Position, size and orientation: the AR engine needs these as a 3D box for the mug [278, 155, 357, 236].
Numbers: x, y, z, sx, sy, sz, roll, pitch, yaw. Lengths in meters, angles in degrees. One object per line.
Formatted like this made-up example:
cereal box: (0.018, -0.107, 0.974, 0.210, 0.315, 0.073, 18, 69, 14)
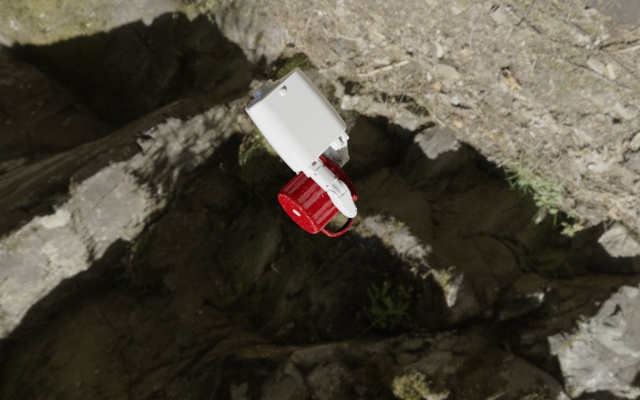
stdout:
mug: (0.001, 0.004, 0.703, 0.081, 0.117, 0.093, -44, 16, -17)
